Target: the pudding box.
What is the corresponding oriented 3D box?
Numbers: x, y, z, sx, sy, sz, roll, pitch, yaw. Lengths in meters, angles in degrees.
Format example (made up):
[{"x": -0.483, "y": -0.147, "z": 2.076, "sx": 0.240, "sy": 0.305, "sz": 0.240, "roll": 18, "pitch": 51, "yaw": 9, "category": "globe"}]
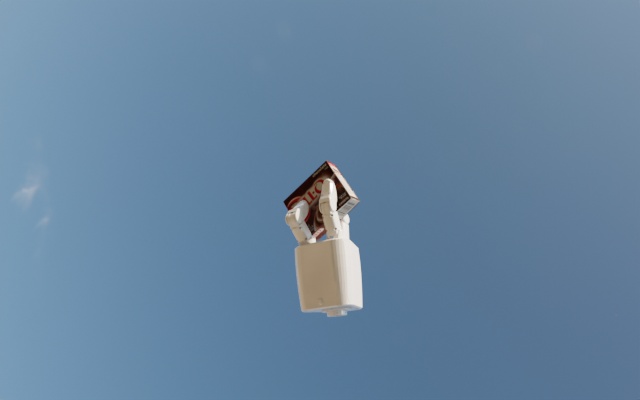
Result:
[{"x": 0.000, "y": 0.003, "z": 0.818, "sx": 0.113, "sy": 0.090, "sz": 0.039, "roll": -42, "pitch": -31, "yaw": 16, "category": "pudding box"}]
